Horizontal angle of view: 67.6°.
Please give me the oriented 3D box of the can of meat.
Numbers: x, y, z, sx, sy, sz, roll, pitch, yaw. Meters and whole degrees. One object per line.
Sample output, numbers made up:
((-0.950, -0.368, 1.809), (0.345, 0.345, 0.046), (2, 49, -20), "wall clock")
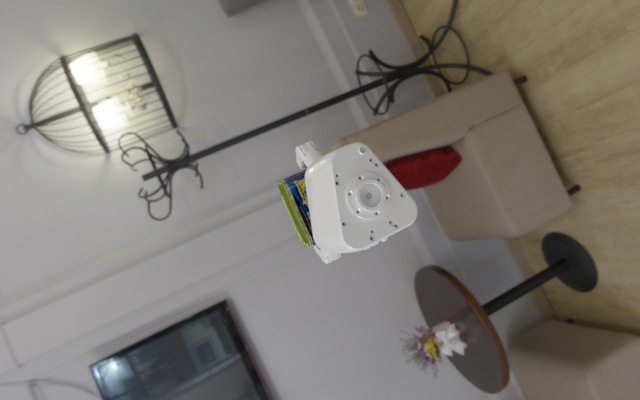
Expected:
((0.000, 0.002, 0.639), (0.084, 0.102, 0.057), (-25, 4, -15), "can of meat")
